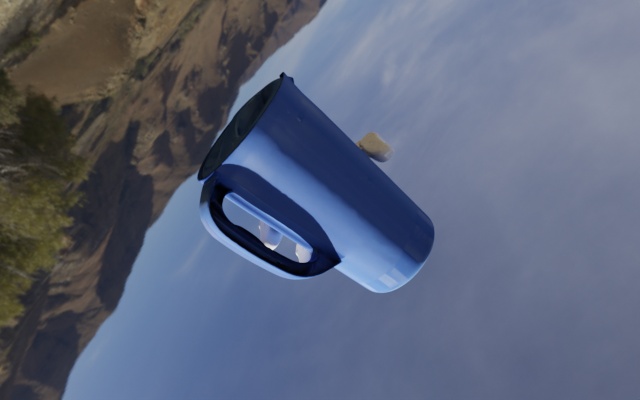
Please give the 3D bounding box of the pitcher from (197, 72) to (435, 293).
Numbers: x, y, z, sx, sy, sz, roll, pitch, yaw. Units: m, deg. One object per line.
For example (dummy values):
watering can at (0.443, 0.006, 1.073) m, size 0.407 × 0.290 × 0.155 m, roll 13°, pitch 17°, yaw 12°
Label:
pitcher at (0.000, 0.002, 0.498) m, size 0.243 × 0.149 × 0.145 m, roll 38°, pitch 13°, yaw -21°
